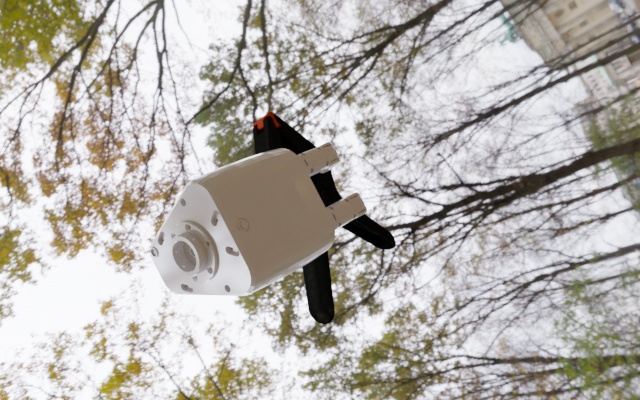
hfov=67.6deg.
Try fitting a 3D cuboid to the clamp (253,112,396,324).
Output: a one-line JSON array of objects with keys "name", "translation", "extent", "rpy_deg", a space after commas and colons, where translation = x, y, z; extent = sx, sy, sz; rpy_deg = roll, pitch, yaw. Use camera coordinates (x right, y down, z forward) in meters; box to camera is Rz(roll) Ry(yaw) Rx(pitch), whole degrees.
[{"name": "clamp", "translation": [-0.001, 0.002, 0.506], "extent": [0.036, 0.210, 0.164], "rpy_deg": [-28, -1, 38]}]
